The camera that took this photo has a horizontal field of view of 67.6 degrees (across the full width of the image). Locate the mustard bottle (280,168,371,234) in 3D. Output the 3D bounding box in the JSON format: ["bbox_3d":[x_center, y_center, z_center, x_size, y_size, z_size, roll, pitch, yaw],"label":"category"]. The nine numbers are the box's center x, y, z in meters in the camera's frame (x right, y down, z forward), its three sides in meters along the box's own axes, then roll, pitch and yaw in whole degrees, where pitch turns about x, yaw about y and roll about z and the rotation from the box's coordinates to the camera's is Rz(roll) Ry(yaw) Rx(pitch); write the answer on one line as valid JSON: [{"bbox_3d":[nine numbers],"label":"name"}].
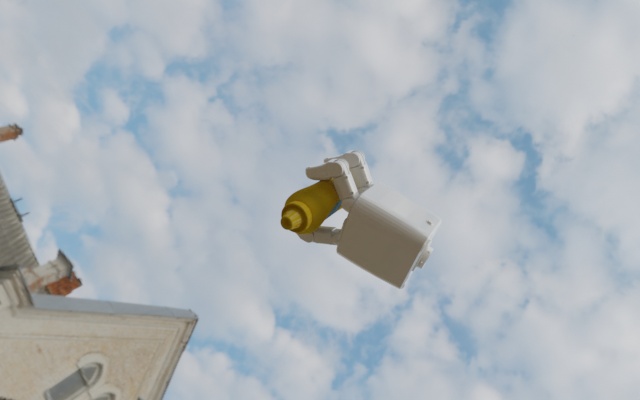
[{"bbox_3d":[0.000,0.002,0.680,0.096,0.058,0.191,-39,-3,32],"label":"mustard bottle"}]
